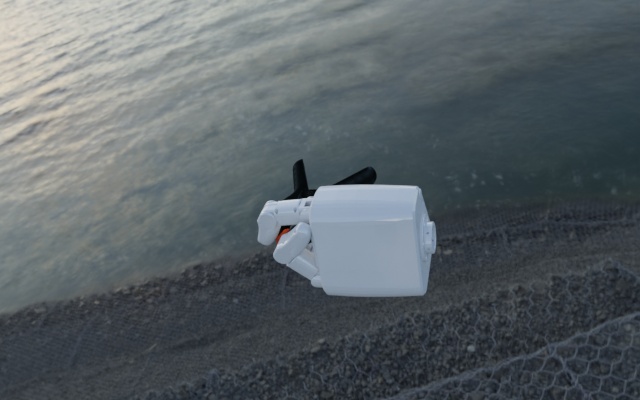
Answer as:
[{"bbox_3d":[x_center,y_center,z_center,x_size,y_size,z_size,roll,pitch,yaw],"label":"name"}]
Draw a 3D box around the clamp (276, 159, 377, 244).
[{"bbox_3d":[0.000,0.002,0.599,0.120,0.039,0.171,-2,40,22],"label":"clamp"}]
